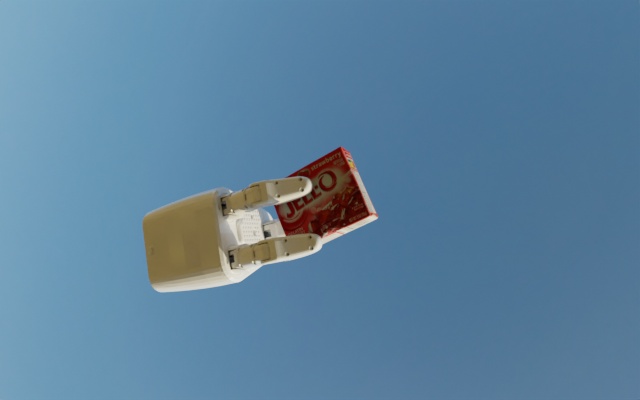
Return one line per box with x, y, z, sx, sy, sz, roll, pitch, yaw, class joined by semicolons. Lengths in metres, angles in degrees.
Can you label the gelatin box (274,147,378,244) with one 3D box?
0.001;0.001;0.463;0.089;0.073;0.030;-27;-15;18;gelatin box
